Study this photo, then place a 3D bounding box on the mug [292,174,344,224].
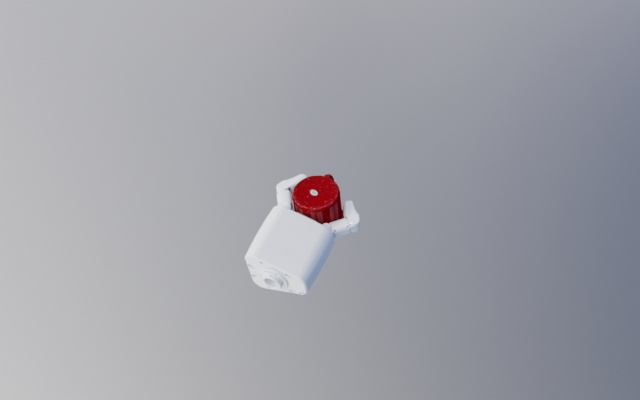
[{"bbox_3d":[0.001,0.002,0.833,0.093,0.117,0.082,14,-38,19],"label":"mug"}]
